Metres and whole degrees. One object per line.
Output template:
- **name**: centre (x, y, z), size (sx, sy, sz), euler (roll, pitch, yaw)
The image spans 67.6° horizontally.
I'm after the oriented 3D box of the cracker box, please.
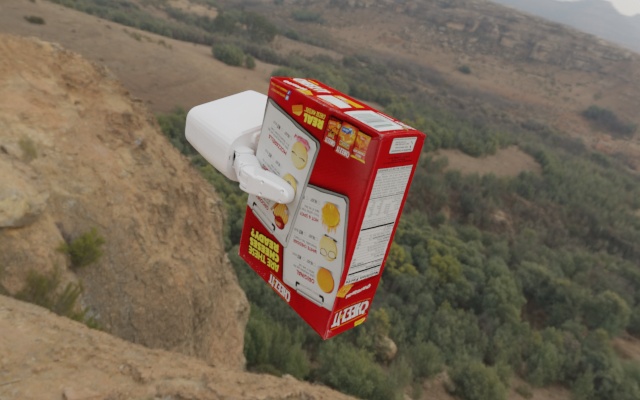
- **cracker box**: centre (0.000, 0.001, 0.488), size (0.072, 0.214, 0.164), euler (-9, 33, -40)
